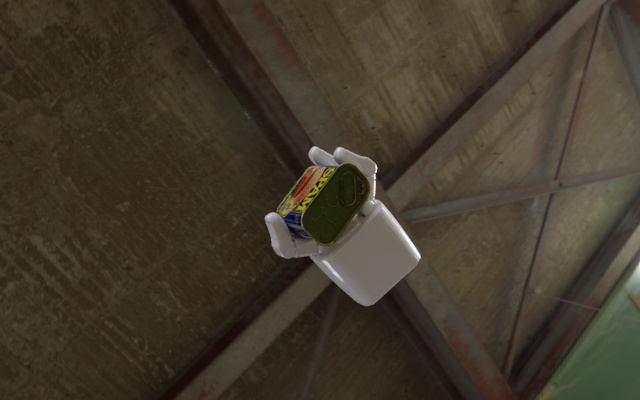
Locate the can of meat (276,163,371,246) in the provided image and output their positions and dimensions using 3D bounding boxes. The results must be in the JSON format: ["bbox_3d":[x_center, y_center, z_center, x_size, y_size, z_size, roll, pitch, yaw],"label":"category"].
[{"bbox_3d":[0.000,0.002,0.599,0.057,0.102,0.084,45,-17,-24],"label":"can of meat"}]
